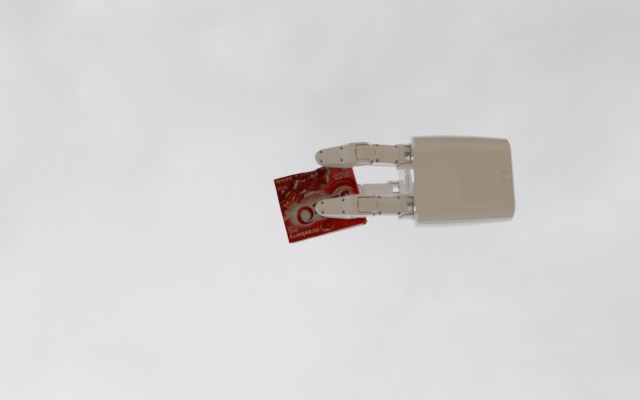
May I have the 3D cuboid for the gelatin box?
[{"bbox_3d":[0.000,0.002,0.526,0.089,0.073,0.030,-15,-7,3],"label":"gelatin box"}]
